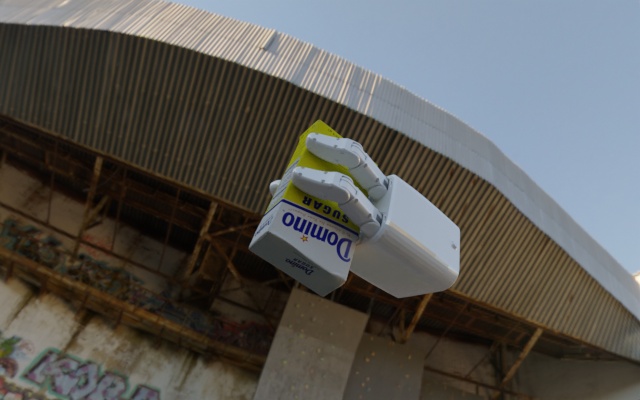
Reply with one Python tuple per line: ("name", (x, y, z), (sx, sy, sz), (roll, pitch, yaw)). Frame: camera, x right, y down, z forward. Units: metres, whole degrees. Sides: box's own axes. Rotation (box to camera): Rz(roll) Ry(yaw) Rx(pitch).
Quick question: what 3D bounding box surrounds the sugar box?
("sugar box", (0.001, 0.001, 0.503), (0.093, 0.176, 0.048), (35, -47, -16))
